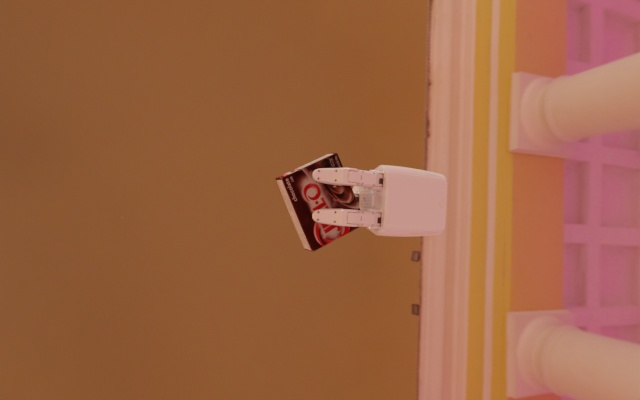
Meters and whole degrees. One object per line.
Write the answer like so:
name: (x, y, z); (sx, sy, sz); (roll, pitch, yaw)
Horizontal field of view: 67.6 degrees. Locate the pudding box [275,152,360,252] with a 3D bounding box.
pudding box: (0.000, 0.002, 0.664); (0.090, 0.113, 0.039); (-27, 8, -21)
